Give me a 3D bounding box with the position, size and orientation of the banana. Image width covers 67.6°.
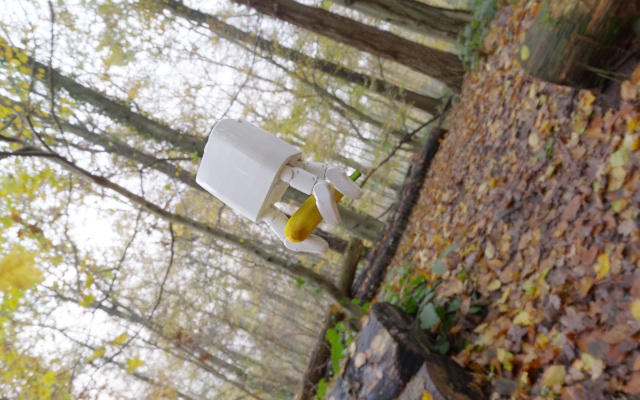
[{"bbox_3d":[-0.007,0.012,0.670,0.070,0.037,0.197,-52,-3,40],"label":"banana"}]
